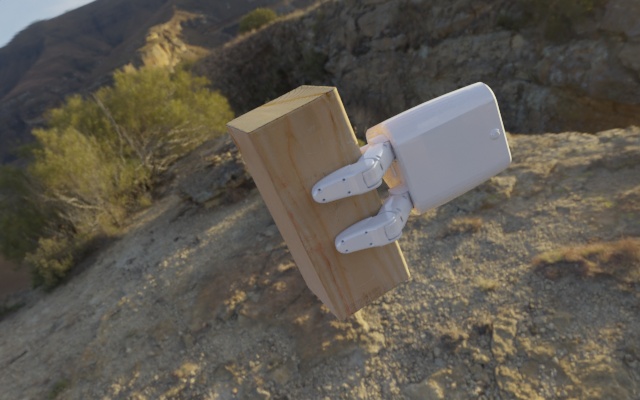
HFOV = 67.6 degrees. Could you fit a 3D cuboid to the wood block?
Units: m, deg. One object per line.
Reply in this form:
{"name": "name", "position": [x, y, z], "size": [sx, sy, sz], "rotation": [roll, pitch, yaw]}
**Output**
{"name": "wood block", "position": [0.000, 0.001, 0.473], "size": [0.090, 0.206, 0.090], "rotation": [-30, 23, -13]}
